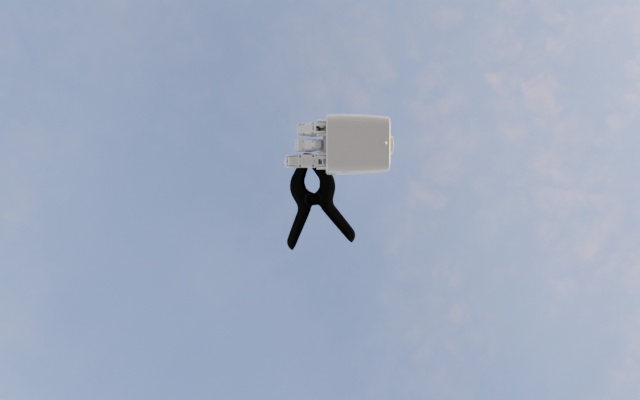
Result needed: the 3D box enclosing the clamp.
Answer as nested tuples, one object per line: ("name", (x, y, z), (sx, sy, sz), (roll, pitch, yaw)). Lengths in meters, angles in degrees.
("clamp", (0.000, 0.002, 0.832), (0.120, 0.171, 0.039), (0, 8, 2))
